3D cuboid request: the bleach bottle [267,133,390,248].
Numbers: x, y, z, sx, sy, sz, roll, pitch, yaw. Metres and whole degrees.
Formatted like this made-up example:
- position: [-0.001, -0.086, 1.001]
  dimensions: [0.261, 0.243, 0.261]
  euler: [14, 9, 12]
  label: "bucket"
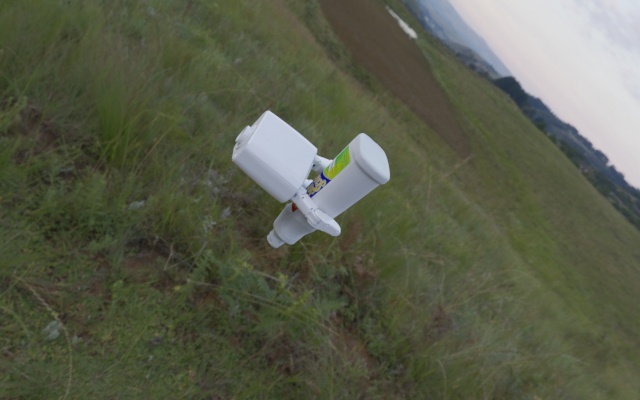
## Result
- position: [0.000, 0.003, 0.791]
  dimensions: [0.068, 0.251, 0.102]
  euler: [39, 27, -20]
  label: "bleach bottle"
